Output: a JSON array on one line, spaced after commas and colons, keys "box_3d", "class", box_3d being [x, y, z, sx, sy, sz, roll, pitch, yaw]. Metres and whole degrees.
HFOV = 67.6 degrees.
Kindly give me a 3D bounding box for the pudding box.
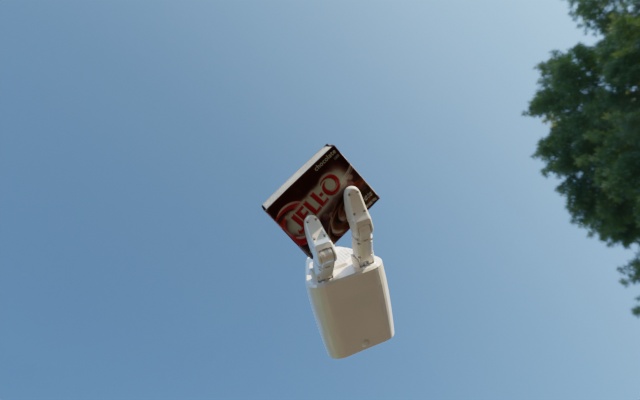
[{"box_3d": [0.000, 0.002, 0.572, 0.090, 0.113, 0.039, 47, -7, -20], "class": "pudding box"}]
